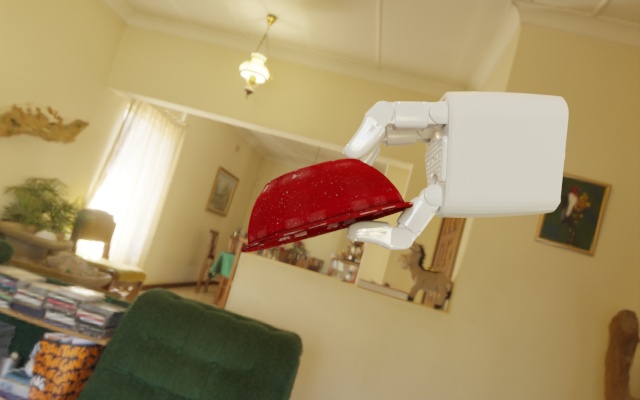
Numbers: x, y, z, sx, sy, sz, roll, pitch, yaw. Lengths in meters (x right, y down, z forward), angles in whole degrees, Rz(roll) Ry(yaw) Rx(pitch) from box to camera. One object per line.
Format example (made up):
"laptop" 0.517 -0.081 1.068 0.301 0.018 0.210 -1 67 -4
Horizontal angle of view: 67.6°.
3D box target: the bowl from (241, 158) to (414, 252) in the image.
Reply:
"bowl" -0.001 0.001 0.439 0.162 0.055 0.162 -16 -6 -2
